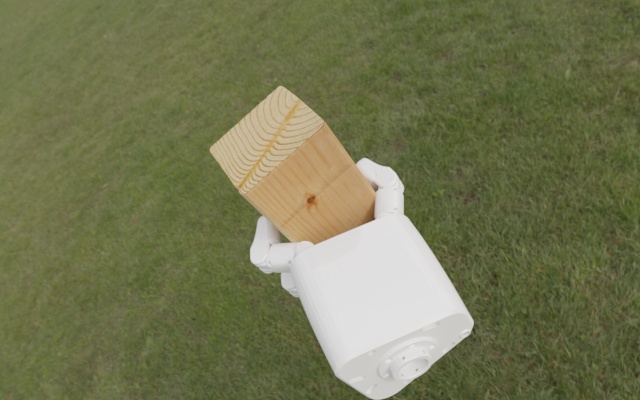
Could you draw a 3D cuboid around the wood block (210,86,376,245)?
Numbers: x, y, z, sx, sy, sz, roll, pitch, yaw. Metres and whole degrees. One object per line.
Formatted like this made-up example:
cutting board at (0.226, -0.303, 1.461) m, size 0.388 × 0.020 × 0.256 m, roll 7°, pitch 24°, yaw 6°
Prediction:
wood block at (0.000, 0.001, 0.475) m, size 0.090 × 0.091 × 0.206 m, roll 47°, pitch -1°, yaw 46°
